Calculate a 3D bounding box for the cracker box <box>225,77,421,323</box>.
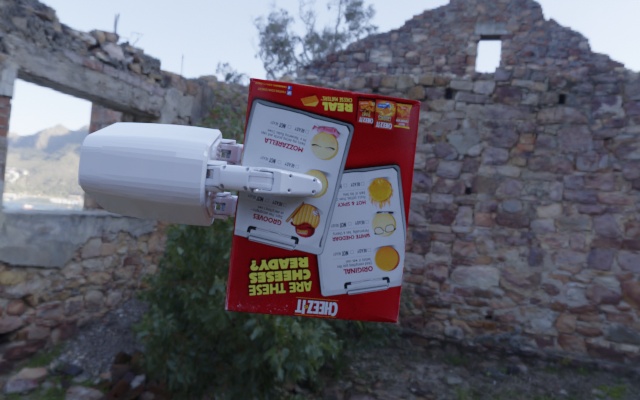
[{"bbox_3d":[0.000,0.001,0.470,0.164,0.213,0.072,6,0,-7],"label":"cracker box"}]
